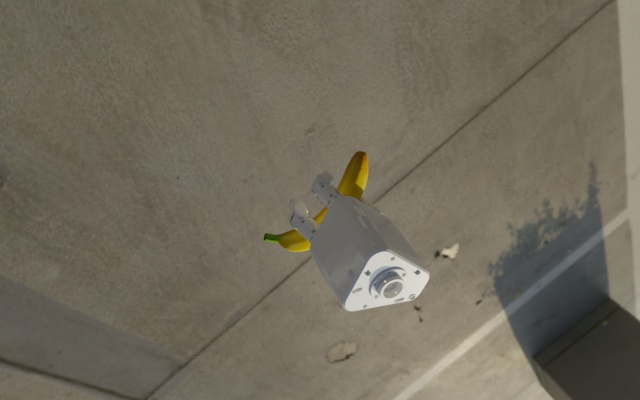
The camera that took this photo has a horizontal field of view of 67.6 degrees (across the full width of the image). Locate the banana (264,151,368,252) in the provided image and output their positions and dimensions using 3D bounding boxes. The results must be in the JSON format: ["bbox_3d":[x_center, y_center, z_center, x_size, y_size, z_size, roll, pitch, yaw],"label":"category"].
[{"bbox_3d":[0.009,0.015,0.698,0.070,0.198,0.037,41,12,-33],"label":"banana"}]
